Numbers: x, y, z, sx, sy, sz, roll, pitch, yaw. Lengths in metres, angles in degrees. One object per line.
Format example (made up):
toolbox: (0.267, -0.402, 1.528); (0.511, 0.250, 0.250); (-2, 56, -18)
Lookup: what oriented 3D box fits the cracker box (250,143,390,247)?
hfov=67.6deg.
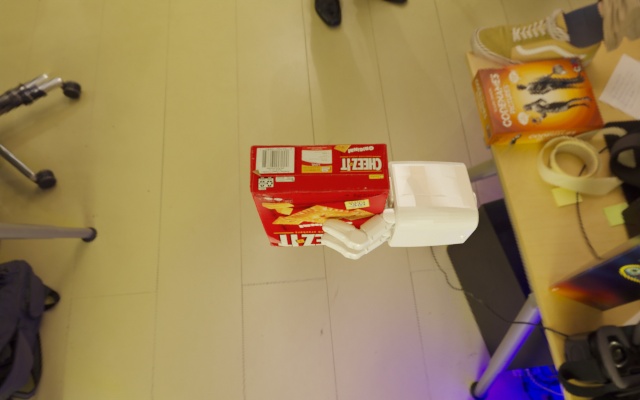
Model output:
cracker box: (0.000, 0.002, 0.650); (0.164, 0.072, 0.214); (-1, -22, 0)
